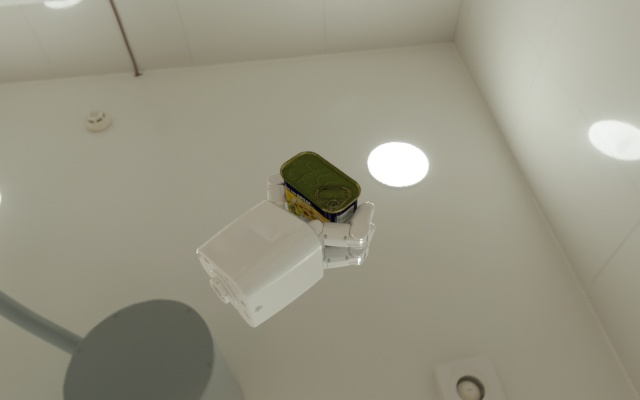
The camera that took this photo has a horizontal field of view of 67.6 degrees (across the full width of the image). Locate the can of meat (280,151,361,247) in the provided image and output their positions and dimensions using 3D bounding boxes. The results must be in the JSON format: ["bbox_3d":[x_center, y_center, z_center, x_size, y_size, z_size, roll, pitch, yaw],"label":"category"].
[{"bbox_3d":[0.000,0.002,0.594,0.057,0.084,0.102,-37,58,-26],"label":"can of meat"}]
